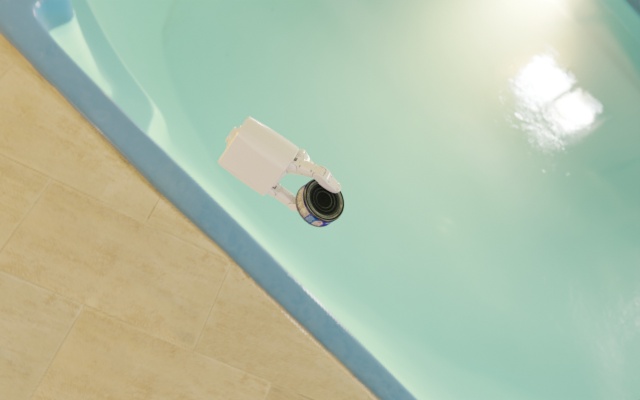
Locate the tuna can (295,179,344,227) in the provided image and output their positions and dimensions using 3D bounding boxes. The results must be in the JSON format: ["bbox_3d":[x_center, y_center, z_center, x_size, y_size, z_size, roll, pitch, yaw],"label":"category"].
[{"bbox_3d":[0.000,0.003,0.859,0.086,0.086,0.034,0,-20,-32],"label":"tuna can"}]
